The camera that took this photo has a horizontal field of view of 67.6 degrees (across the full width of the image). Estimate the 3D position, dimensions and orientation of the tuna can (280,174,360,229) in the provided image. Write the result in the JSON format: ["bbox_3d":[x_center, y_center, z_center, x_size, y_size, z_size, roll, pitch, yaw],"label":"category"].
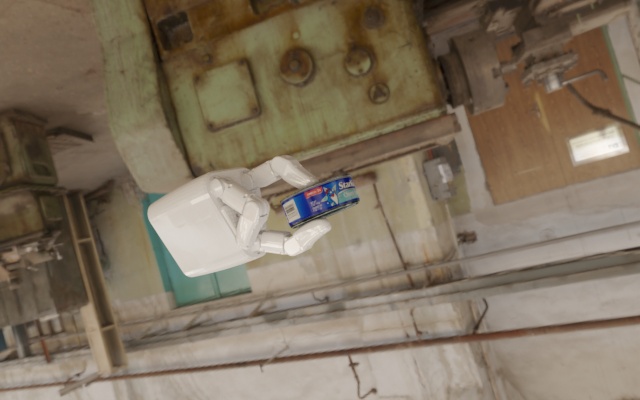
[{"bbox_3d":[0.000,0.002,0.537,0.086,0.033,0.086,-21,-5,-2],"label":"tuna can"}]
